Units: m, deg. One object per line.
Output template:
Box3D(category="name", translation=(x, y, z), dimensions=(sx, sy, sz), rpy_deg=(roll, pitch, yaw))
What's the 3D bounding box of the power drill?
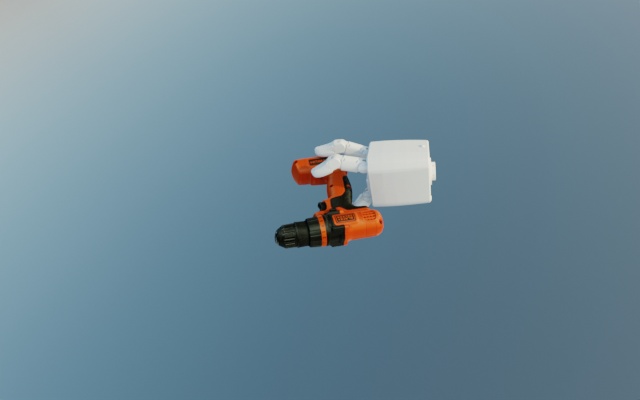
Box3D(category="power drill", translation=(0.000, 0.002, 0.848), dimensions=(0.184, 0.187, 0.057), rpy_deg=(-7, -42, -11))
